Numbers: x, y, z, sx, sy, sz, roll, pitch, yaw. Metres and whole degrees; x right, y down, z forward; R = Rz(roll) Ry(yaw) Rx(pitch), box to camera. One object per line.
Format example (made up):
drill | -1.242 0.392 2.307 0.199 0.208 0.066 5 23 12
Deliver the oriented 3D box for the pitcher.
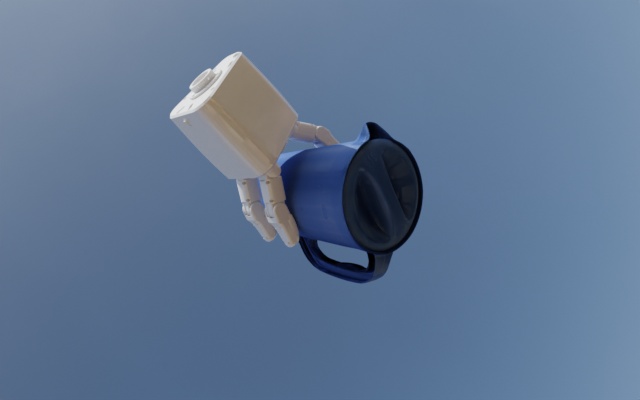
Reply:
pitcher | 0.000 0.002 0.621 0.243 0.149 0.145 2 -37 50
